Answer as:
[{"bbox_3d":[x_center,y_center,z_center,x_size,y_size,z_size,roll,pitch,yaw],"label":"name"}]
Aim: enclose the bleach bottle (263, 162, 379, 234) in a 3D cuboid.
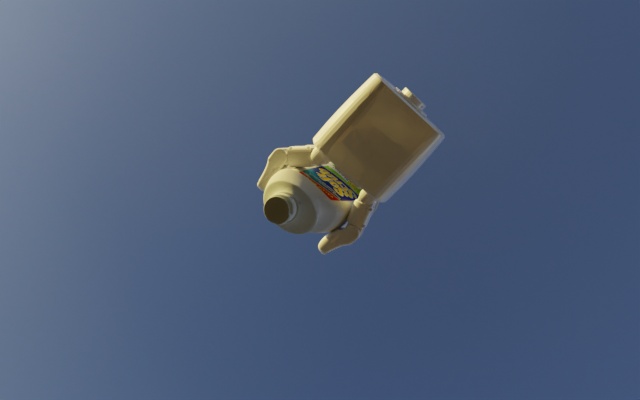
[{"bbox_3d":[0.000,0.002,0.595,0.068,0.102,0.251,-45,-8,17],"label":"bleach bottle"}]
